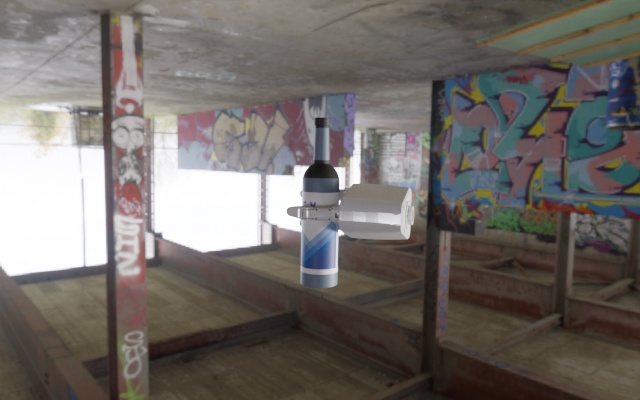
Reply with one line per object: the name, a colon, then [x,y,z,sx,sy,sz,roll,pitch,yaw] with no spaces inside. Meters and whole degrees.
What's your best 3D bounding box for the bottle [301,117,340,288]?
bottle: [0.000,0.003,0.846,0.069,0.296,0.069,1,5,0]
